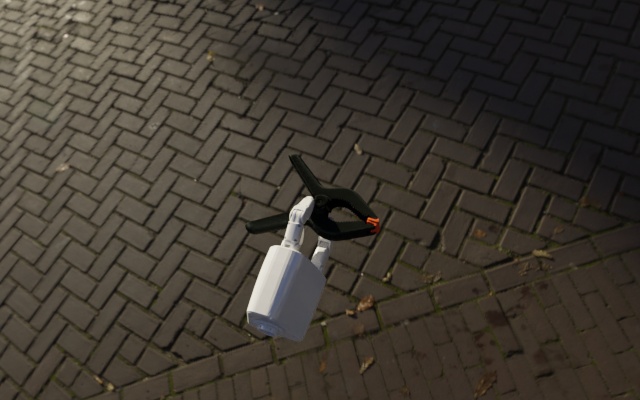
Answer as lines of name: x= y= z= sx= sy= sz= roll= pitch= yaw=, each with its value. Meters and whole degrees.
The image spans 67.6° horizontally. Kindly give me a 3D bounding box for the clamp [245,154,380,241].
clamp: x=0.000 y=0.002 z=0.777 sx=0.210 sy=0.164 sz=0.036 roll=12 pitch=-29 yaw=18
